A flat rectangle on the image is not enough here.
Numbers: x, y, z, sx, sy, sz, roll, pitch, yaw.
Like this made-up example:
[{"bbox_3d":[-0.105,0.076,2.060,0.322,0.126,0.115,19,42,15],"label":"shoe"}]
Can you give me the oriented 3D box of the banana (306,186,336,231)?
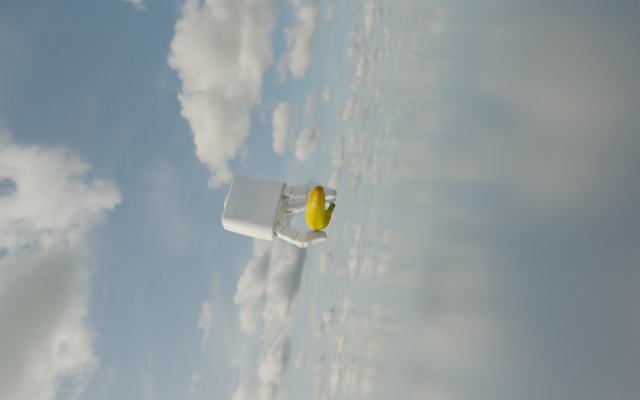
[{"bbox_3d":[-0.004,0.021,0.897,0.037,0.069,0.198,13,-7,8],"label":"banana"}]
